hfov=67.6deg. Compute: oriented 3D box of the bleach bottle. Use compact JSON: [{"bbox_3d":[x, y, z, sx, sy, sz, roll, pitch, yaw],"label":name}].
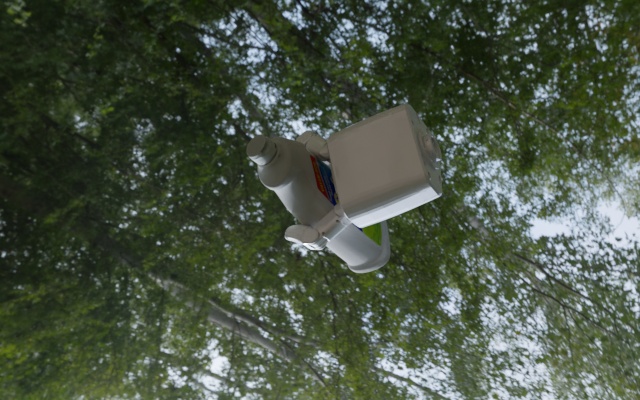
[{"bbox_3d":[0.000,0.002,0.608,0.068,0.102,0.251,-22,-39,27],"label":"bleach bottle"}]
